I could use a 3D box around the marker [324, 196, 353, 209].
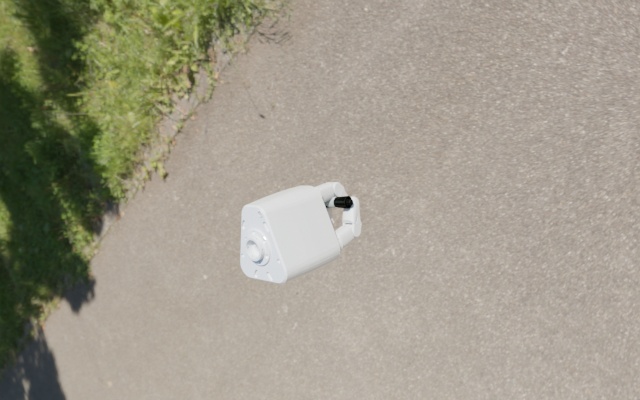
[{"bbox_3d":[0.000,0.002,0.731,0.121,0.020,0.020,1,0,42],"label":"marker"}]
